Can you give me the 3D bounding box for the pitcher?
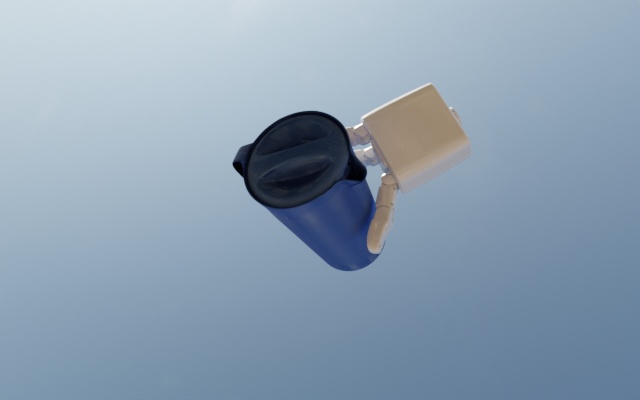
[{"bbox_3d":[0.000,0.002,0.641,0.145,0.149,0.243,-31,-35,3],"label":"pitcher"}]
